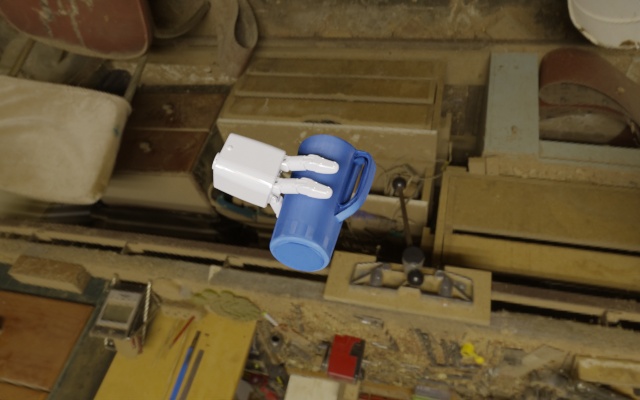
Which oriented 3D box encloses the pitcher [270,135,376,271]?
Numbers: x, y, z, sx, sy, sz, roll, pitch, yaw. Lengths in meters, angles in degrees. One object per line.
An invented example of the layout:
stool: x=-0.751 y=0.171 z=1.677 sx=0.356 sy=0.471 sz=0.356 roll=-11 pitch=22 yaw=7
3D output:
pitcher: x=0.000 y=0.003 z=0.882 sx=0.145 sy=0.242 sz=0.149 roll=22 pitch=-36 yaw=-6
